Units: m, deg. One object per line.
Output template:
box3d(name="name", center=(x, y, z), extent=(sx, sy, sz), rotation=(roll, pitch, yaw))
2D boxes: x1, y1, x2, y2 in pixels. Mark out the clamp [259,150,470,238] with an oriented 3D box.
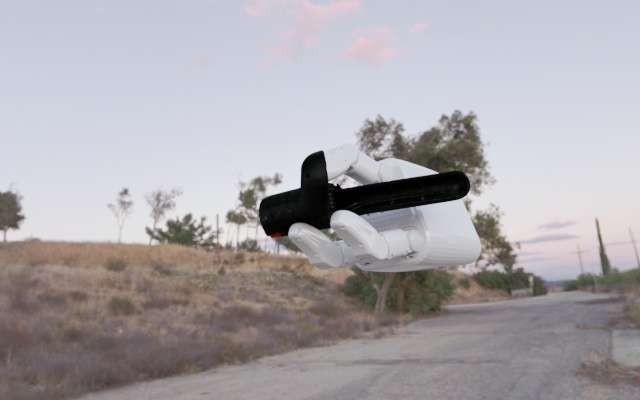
box3d(name="clamp", center=(0.000, 0.001, 0.425), extent=(0.164, 0.036, 0.210), rotation=(8, -18, -43))
